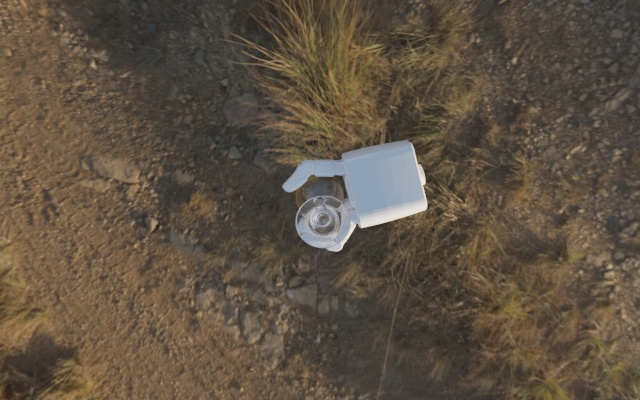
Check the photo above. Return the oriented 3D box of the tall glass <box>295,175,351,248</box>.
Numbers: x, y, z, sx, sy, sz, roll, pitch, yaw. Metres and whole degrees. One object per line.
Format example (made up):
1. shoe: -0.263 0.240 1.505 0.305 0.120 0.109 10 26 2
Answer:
1. tall glass: 0.000 0.003 0.732 0.079 0.079 0.201 0 16 -3
